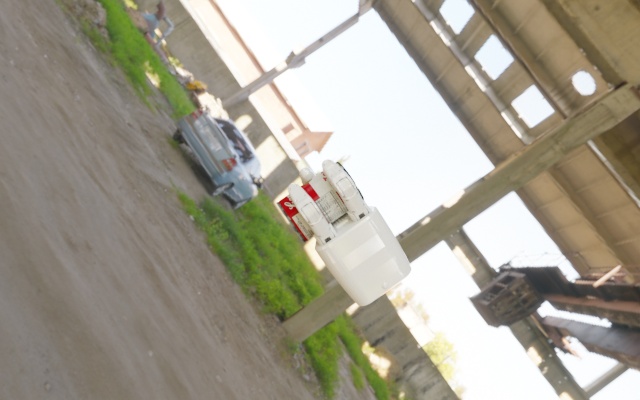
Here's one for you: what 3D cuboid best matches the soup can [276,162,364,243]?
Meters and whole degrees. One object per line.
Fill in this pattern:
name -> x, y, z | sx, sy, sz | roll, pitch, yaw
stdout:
soup can -> 0.000, 0.002, 0.653 | 0.102, 0.068, 0.068 | -35, 2, -3
